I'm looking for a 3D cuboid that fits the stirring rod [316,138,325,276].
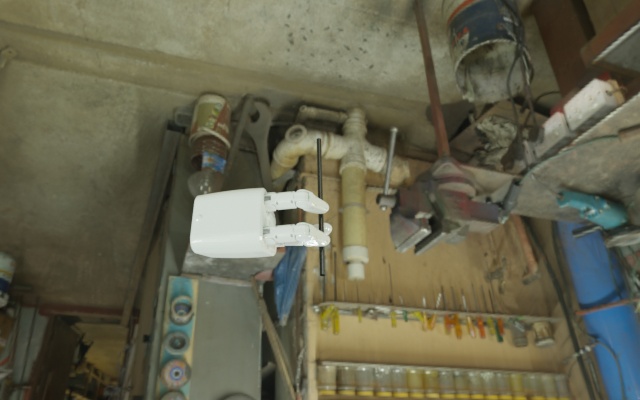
[{"bbox_3d":[0.000,0.002,0.745,0.011,0.239,0.011,-1,-29,-1],"label":"stirring rod"}]
